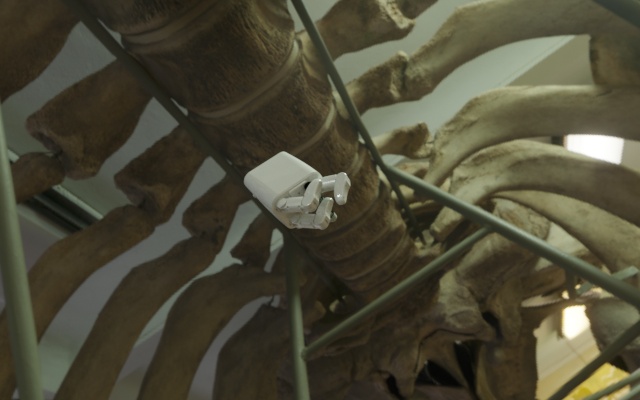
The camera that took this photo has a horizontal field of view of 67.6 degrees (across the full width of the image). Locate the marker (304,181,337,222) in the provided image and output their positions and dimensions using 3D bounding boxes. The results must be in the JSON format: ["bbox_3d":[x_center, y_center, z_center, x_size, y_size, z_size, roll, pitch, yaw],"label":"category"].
[{"bbox_3d":[0.000,0.003,0.886,0.020,0.020,0.121,0,-32,27],"label":"marker"}]
